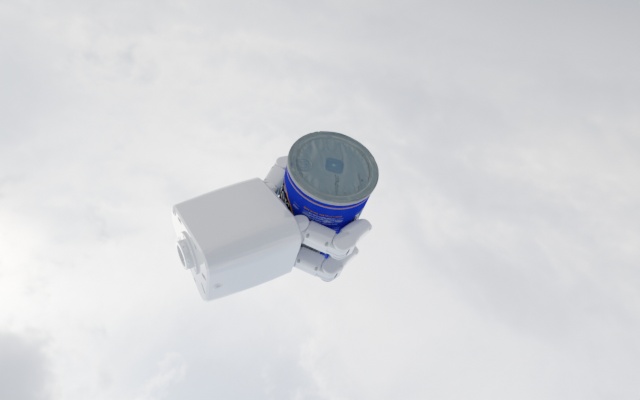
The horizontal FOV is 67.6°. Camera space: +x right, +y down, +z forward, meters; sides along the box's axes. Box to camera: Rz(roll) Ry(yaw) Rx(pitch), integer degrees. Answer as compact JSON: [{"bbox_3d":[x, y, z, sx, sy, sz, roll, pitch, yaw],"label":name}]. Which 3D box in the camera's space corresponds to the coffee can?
[{"bbox_3d":[0.000,0.002,0.573,0.103,0.102,0.140,0,-36,-15],"label":"coffee can"}]
